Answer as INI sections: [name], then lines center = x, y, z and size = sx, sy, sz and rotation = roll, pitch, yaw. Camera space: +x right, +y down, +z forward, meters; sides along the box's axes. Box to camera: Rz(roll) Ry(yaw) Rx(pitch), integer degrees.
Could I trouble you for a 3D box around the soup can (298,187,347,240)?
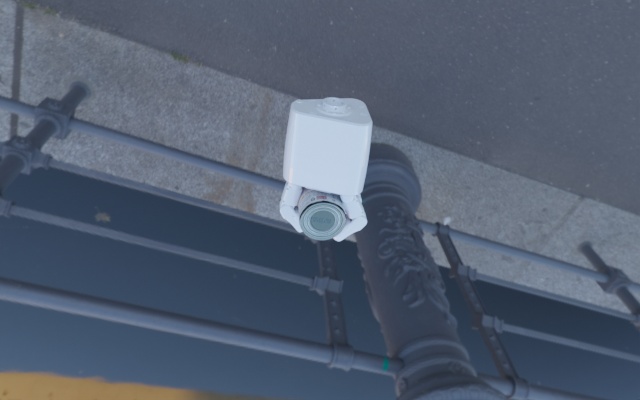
[soup can]
center = 0.000, 0.003, 0.706
size = 0.068, 0.068, 0.102
rotation = 0, 33, -5
